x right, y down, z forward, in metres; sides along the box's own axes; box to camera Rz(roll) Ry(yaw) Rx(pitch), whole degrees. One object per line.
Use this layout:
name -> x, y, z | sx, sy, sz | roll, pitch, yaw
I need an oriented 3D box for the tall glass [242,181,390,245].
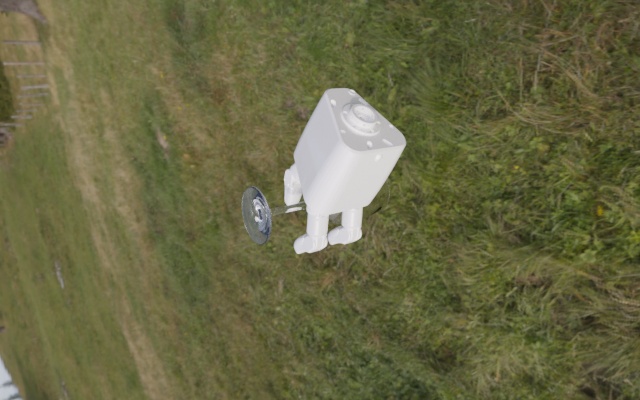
tall glass -> -0.001, 0.002, 0.649 | 0.201, 0.079, 0.079 | -12, 6, -34
